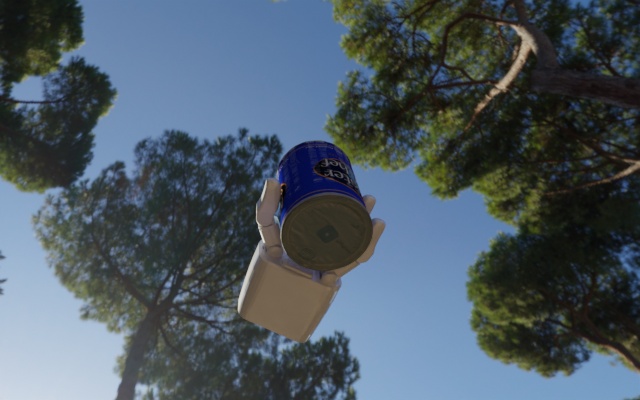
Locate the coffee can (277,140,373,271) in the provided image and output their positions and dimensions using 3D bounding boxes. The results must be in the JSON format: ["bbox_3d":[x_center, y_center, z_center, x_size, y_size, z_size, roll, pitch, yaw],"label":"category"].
[{"bbox_3d":[0.000,0.002,0.583,0.103,0.103,0.140,0,32,-7],"label":"coffee can"}]
